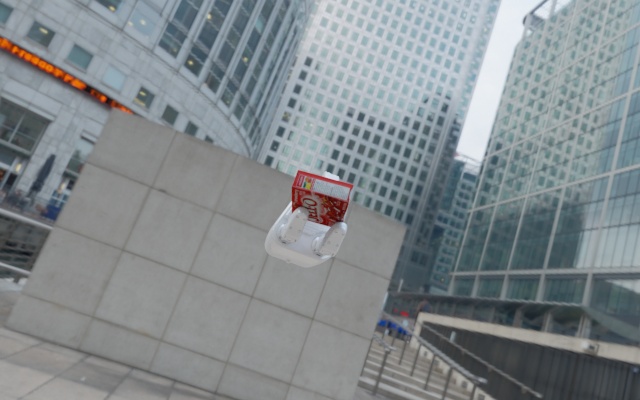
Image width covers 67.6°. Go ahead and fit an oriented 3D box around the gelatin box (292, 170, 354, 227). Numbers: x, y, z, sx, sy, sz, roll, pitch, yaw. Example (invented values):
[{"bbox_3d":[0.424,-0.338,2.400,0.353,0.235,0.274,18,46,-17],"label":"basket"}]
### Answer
[{"bbox_3d":[0.000,0.001,0.621,0.073,0.030,0.089,16,-27,4],"label":"gelatin box"}]
